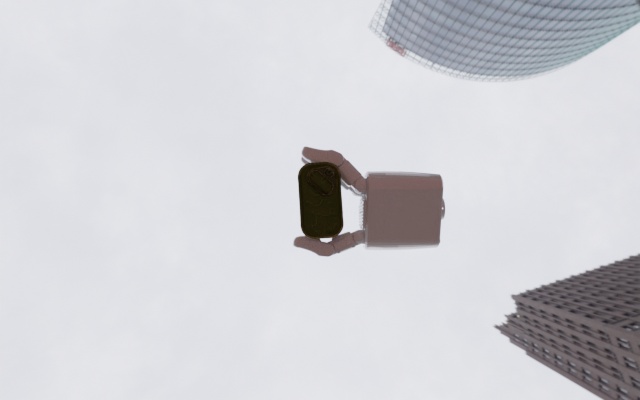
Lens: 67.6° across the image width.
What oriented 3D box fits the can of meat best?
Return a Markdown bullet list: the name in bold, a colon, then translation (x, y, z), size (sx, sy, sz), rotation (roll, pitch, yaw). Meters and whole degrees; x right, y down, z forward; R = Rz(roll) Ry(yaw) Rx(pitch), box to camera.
- **can of meat**: translation (0.000, 0.002, 0.672), size (0.057, 0.102, 0.084), rotation (-4, -4, 0)
